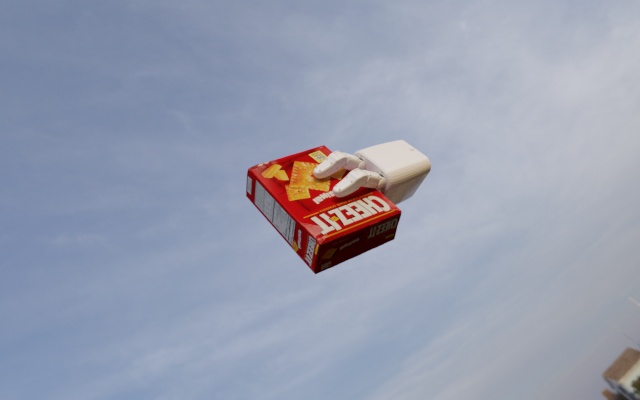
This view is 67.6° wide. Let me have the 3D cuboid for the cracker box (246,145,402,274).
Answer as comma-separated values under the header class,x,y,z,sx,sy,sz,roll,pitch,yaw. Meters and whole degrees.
class,x,y,z,sx,sy,sz,roll,pitch,yaw
cracker box,0.000,0.003,0.786,0.164,0.072,0.213,-20,46,-31
